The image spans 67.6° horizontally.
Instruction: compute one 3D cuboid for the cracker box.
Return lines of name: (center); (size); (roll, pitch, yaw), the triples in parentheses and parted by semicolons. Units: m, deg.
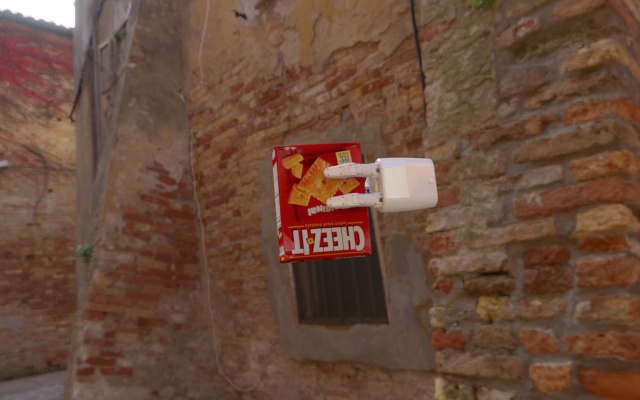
cracker box: (0.000, 0.003, 0.887); (0.164, 0.213, 0.072); (-3, -9, -12)
